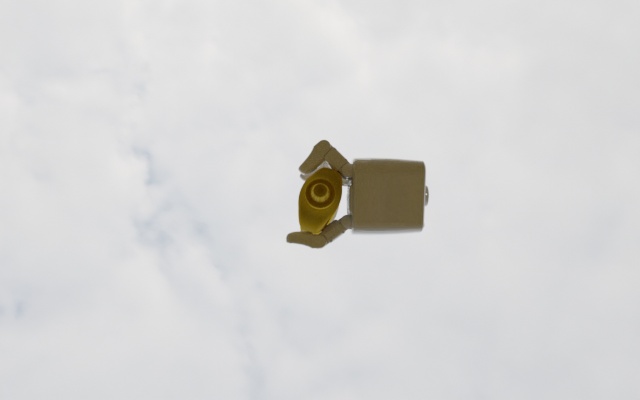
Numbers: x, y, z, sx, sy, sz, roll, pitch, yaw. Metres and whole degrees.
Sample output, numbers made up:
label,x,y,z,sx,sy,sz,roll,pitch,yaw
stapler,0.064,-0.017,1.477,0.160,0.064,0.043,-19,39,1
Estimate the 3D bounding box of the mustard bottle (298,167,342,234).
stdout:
label,x,y,z,sx,sy,sz,roll,pitch,yaw
mustard bottle,0.000,0.002,0.706,0.058,0.096,0.192,24,-8,3
